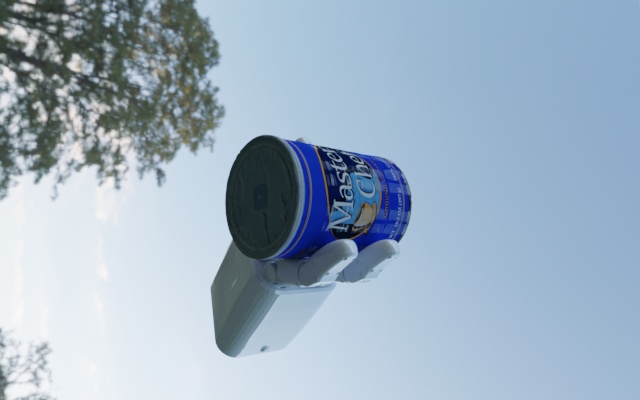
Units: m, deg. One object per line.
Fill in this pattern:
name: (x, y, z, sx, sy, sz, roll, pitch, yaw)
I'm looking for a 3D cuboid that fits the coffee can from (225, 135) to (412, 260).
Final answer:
coffee can: (0.000, 0.001, 0.436, 0.140, 0.103, 0.103, 5, -3, -43)
